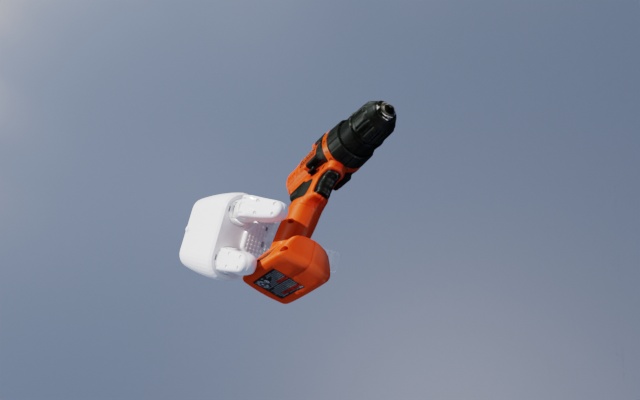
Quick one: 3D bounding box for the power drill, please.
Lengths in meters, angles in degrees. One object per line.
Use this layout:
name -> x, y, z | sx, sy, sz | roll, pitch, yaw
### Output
power drill -> 0.000, 0.002, 0.485 | 0.057, 0.187, 0.184 | 33, -38, -12
